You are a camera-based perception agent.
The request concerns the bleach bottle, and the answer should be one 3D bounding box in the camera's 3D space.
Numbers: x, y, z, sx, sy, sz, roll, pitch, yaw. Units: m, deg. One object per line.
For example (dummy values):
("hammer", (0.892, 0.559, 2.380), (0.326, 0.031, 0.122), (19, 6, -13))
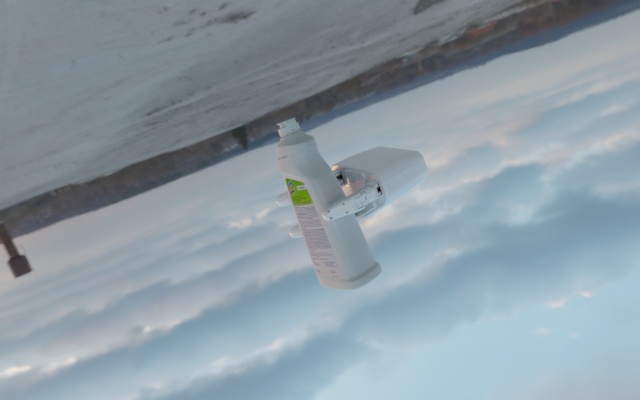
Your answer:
("bleach bottle", (0.000, 0.002, 0.687), (0.068, 0.251, 0.102), (-27, 11, -35))
